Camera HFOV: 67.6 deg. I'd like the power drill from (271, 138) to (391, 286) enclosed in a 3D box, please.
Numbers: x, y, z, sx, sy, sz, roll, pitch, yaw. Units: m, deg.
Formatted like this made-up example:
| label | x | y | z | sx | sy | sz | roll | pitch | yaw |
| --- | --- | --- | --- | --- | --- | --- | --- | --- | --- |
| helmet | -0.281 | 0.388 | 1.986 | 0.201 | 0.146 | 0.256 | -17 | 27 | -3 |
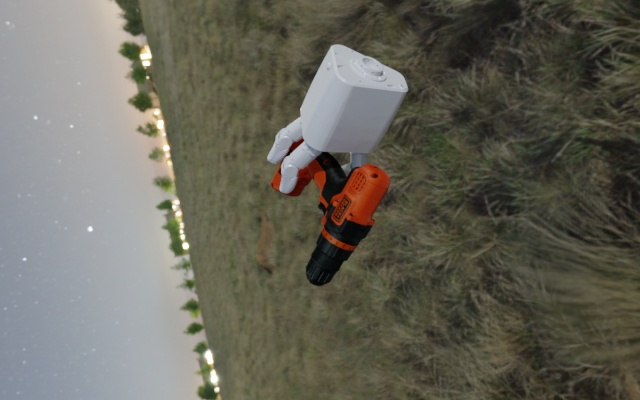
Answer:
| label | x | y | z | sx | sy | sz | roll | pitch | yaw |
| --- | --- | --- | --- | --- | --- | --- | --- | --- | --- |
| power drill | 0.000 | 0.002 | 0.682 | 0.057 | 0.184 | 0.187 | 15 | 22 | -43 |
